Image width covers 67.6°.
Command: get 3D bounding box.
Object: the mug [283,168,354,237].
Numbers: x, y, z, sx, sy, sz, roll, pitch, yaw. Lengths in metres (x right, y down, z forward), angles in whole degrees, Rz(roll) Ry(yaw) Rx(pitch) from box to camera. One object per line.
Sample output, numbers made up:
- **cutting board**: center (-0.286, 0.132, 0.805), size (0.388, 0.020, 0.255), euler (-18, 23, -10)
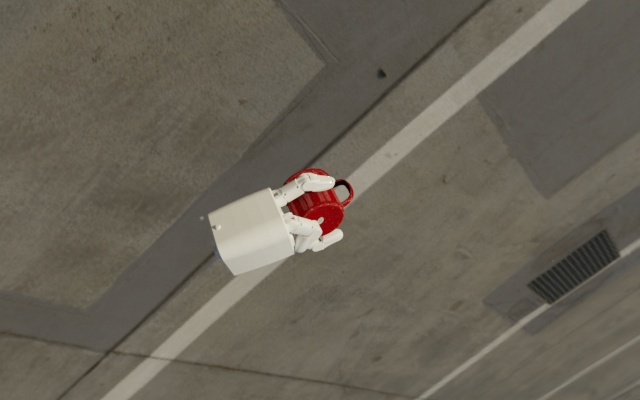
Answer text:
- **mug**: center (0.002, 0.002, 0.796), size (0.117, 0.081, 0.093), euler (-21, -41, -7)
